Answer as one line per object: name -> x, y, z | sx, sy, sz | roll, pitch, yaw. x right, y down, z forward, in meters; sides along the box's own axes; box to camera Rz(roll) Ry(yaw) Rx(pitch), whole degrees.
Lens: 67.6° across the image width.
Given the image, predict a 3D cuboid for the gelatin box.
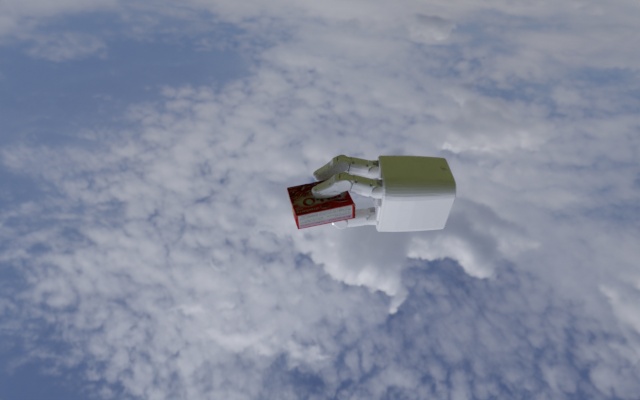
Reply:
gelatin box -> 0.000, 0.003, 0.710 | 0.089, 0.030, 0.073 | -12, 38, -8
